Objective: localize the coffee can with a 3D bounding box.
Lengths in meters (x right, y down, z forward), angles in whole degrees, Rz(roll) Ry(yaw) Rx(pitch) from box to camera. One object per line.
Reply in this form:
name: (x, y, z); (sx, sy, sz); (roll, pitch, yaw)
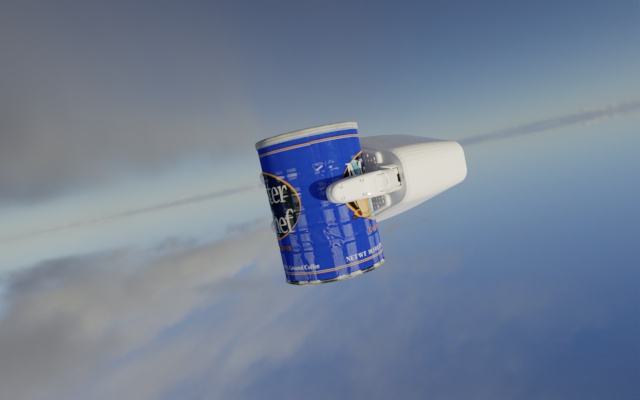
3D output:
coffee can: (0.000, 0.001, 0.476); (0.103, 0.140, 0.103); (-12, 4, 1)
